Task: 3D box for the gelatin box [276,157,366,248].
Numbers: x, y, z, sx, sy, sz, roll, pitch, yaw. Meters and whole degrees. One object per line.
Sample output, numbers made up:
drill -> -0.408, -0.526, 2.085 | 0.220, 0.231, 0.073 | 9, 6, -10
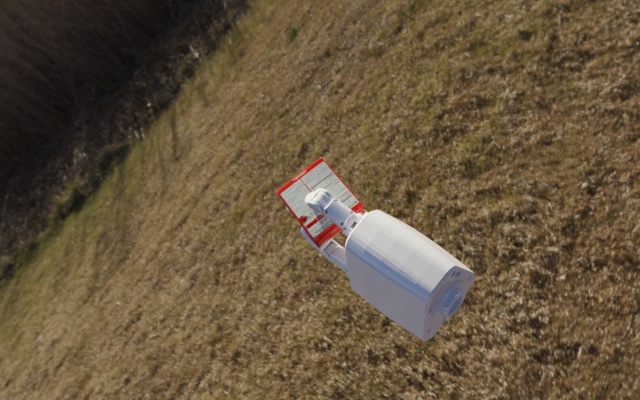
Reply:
gelatin box -> 0.000, 0.002, 0.587 | 0.073, 0.089, 0.030 | -38, -28, -2
